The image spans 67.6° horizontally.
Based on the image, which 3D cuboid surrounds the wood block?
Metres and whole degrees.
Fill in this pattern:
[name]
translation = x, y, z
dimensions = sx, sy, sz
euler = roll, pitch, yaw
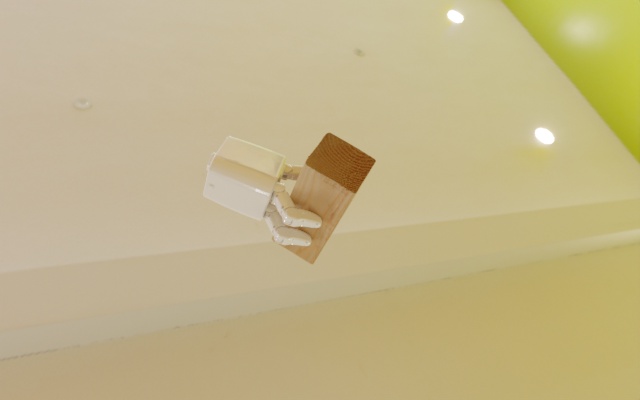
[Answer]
[wood block]
translation = 0.000, 0.002, 0.789
dimensions = 0.090, 0.090, 0.206
euler = 31, -42, 3
